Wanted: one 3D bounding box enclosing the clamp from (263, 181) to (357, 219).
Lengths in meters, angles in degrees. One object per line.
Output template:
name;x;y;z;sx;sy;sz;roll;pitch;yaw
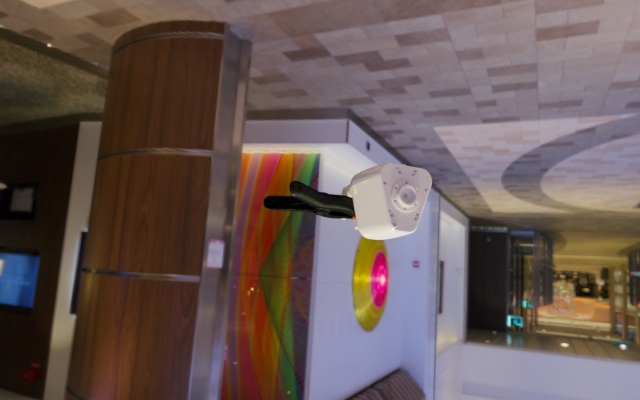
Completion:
clamp;0.000;0.003;0.795;0.171;0.039;0.120;6;-11;-19
